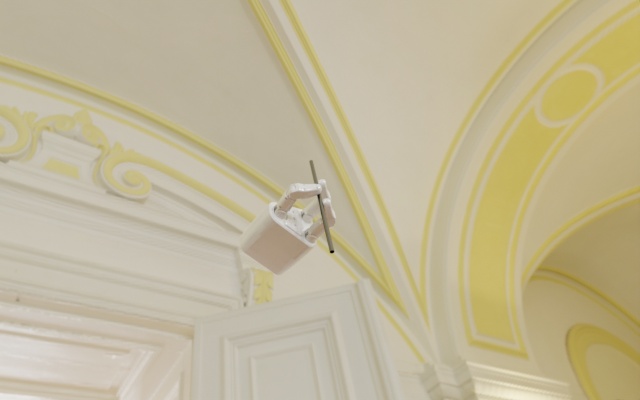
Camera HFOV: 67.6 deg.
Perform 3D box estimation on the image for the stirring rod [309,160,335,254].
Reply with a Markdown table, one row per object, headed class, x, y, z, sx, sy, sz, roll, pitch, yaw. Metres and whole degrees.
| class | x | y | z | sx | sy | sz | roll | pitch | yaw |
| --- | --- | --- | --- | --- | --- | --- | --- | --- | --- |
| stirring rod | 0.000 | 0.003 | 0.849 | 0.011 | 0.011 | 0.239 | 0 | 41 | -12 |
